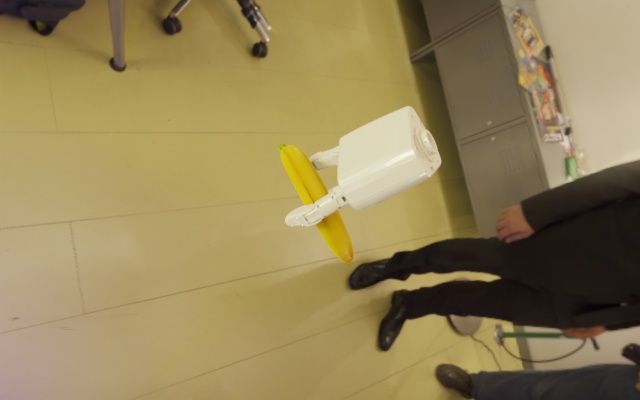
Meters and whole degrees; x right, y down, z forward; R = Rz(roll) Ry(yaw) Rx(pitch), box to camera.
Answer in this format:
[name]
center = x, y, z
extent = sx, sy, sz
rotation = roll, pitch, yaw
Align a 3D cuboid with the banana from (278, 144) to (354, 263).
[banana]
center = -0.004, -0.001, 0.657
extent = 0.037, 0.198, 0.069
rotation = -29, -4, 5
